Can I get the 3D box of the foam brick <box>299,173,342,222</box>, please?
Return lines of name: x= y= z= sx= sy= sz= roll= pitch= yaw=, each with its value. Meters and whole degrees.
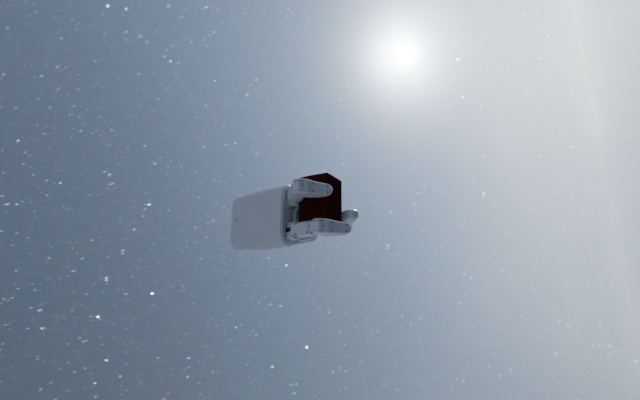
foam brick: x=0.000 y=0.002 z=0.750 sx=0.051 sy=0.078 sz=0.053 roll=-9 pitch=-20 yaw=27
